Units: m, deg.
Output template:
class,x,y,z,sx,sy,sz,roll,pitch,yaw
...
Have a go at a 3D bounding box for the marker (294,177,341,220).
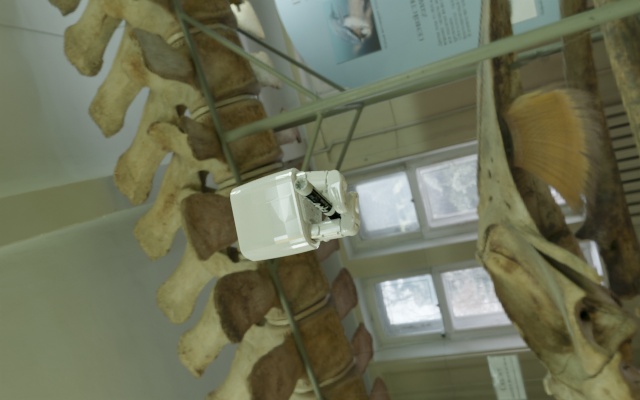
class,x,y,z,sx,sy,sz,roll,pitch,yaw
marker,0.000,0.002,0.619,0.020,0.020,0.121,0,-21,25
